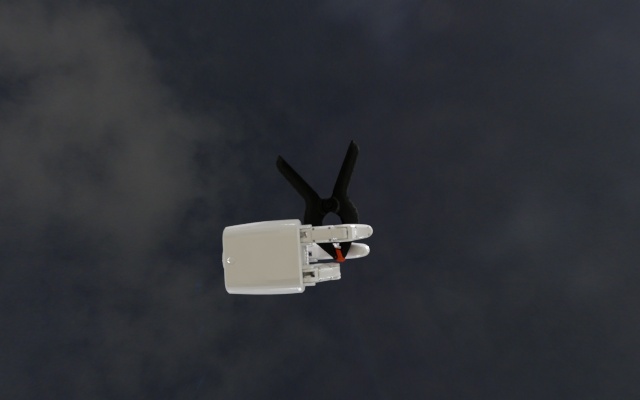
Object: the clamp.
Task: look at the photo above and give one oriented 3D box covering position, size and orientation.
[{"bbox_3d":[0.000,0.002,0.681,0.120,0.171,0.039,-4,-3,3],"label":"clamp"}]
